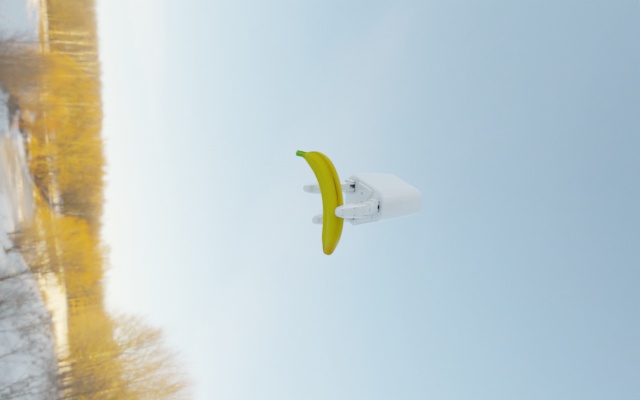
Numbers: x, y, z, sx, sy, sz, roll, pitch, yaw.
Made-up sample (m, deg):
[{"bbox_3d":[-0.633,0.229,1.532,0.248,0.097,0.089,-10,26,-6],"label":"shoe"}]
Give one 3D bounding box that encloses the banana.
[{"bbox_3d":[0.010,-0.006,0.834,0.037,0.197,0.070,-6,-13,-40],"label":"banana"}]
